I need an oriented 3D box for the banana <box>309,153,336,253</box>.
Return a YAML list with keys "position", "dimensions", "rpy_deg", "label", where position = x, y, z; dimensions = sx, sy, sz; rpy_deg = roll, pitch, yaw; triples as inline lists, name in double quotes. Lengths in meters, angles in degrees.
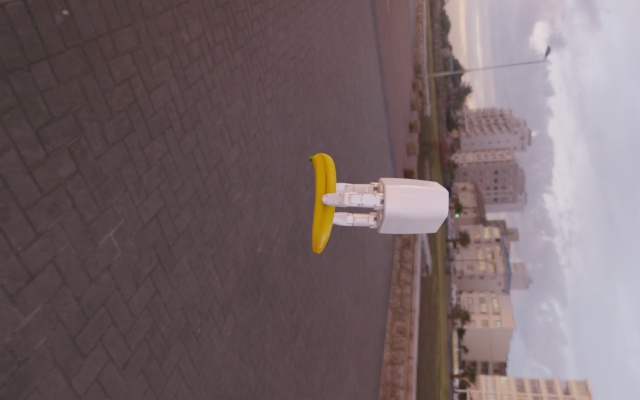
- position: [0.005, -0.009, 0.827]
  dimensions: [0.037, 0.197, 0.070]
  rpy_deg: [6, -30, -13]
  label: "banana"
